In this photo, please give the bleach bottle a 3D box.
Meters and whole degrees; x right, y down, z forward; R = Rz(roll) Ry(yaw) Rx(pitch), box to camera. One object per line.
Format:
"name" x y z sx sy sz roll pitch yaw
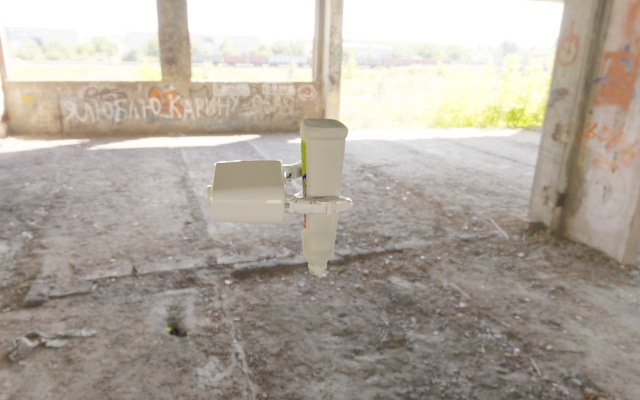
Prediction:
"bleach bottle" 0.000 0.002 0.752 0.068 0.251 0.102 -1 18 -8
